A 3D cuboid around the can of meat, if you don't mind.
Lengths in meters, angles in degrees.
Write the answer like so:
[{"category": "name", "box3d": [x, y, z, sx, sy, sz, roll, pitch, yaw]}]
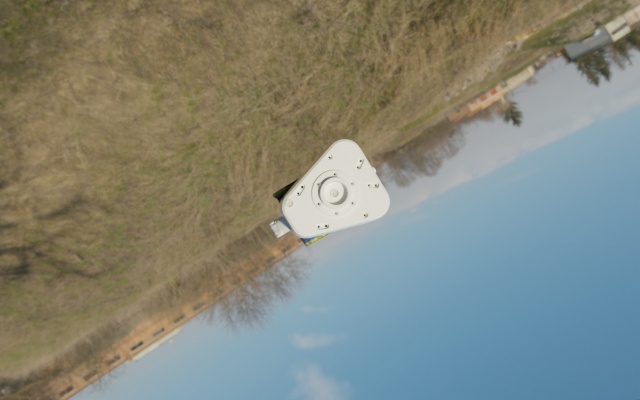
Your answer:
[{"category": "can of meat", "box3d": [0.000, 0.002, 0.651, 0.102, 0.084, 0.057, -31, 0, -8]}]
